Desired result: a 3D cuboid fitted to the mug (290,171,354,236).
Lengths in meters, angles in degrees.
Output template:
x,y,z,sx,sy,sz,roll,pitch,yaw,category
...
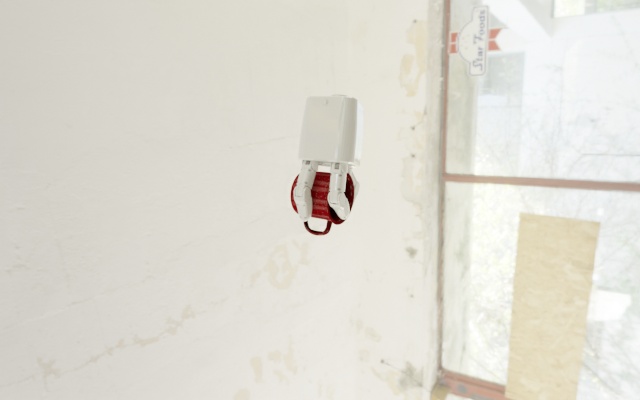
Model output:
x,y,z,sx,sy,sz,roll,pitch,yaw,category
0.000,0.004,0.831,0.081,0.117,0.093,8,0,31,mug
